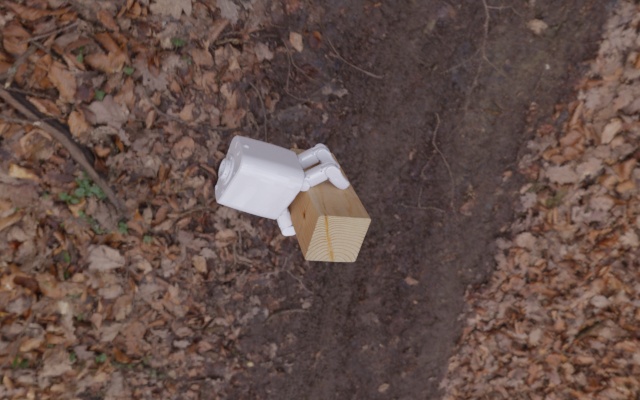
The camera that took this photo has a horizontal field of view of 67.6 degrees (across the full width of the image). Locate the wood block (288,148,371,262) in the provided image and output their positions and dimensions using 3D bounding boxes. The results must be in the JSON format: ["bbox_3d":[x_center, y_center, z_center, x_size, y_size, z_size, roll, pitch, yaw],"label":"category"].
[{"bbox_3d":[0.000,0.003,0.819,0.090,0.091,0.206,5,33,-21],"label":"wood block"}]
